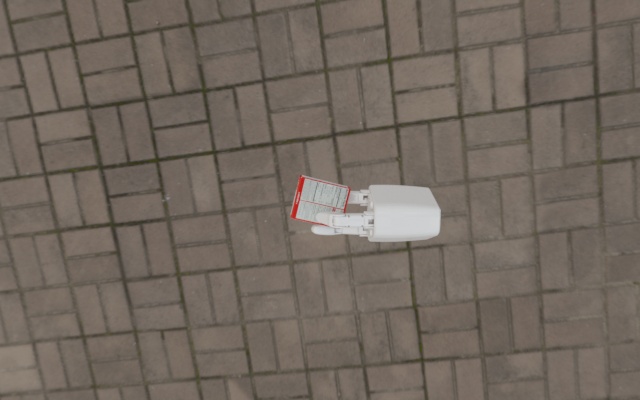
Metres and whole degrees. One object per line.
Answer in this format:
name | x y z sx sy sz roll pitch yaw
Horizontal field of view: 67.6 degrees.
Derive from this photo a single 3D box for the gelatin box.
gelatin box | 0.000 0.003 0.807 0.089 0.073 0.030 13 8 -7
